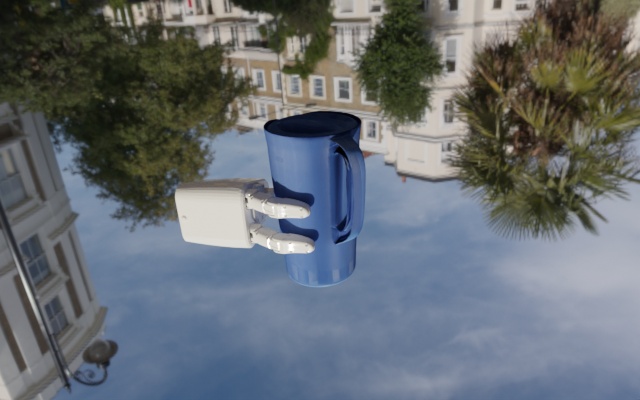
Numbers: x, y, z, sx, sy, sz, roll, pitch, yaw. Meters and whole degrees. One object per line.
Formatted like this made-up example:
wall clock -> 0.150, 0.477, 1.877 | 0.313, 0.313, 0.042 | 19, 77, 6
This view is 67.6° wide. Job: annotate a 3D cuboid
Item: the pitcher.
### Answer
pitcher -> 0.000, 0.002, 0.683 | 0.145, 0.243, 0.149 | 2, 25, 11
